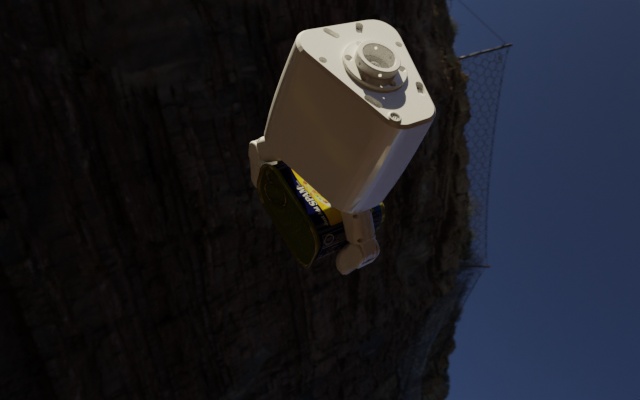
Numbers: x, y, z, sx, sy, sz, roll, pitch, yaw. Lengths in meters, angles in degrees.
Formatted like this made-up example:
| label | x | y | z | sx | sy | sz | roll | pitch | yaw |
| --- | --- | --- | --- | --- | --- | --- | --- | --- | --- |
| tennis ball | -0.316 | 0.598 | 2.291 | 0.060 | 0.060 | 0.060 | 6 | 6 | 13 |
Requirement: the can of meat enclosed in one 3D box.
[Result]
| label | x | y | z | sx | sy | sz | roll | pitch | yaw |
| --- | --- | --- | --- | --- | --- | --- | --- | --- | --- |
| can of meat | 0.000 | 0.002 | 0.460 | 0.084 | 0.102 | 0.057 | -21 | -27 | -29 |
